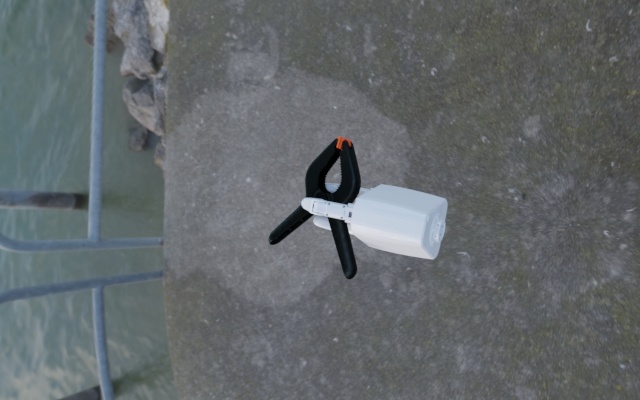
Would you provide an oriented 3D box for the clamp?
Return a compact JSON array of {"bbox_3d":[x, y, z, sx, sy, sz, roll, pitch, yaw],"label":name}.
[{"bbox_3d":[0.000,0.002,0.750,0.164,0.210,0.036,12,3,29],"label":"clamp"}]
